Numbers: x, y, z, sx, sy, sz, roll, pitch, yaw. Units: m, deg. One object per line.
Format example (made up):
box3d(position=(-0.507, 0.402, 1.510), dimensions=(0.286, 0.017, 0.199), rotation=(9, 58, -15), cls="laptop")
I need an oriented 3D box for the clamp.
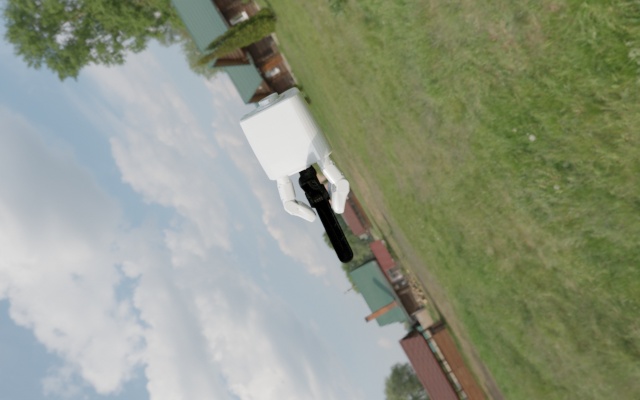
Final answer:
box3d(position=(-0.001, 0.003, 0.796), dimensions=(0.036, 0.165, 0.210), rotation=(-25, 20, 2), cls="clamp")
